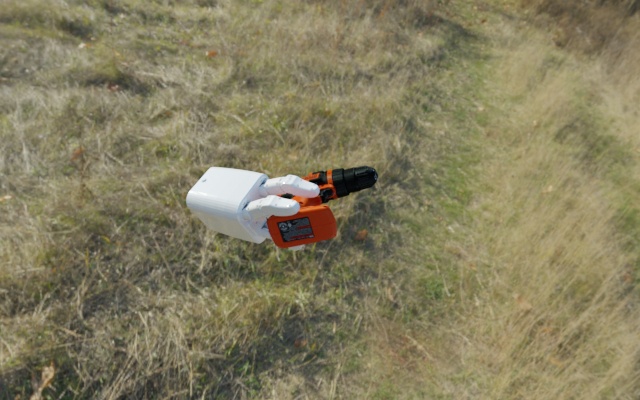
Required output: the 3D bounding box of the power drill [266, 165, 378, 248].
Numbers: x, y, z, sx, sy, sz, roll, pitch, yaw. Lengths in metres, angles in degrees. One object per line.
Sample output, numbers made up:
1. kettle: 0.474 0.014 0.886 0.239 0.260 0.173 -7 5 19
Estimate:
1. power drill: 0.000 0.003 0.777 0.184 0.057 0.187 -14 19 15
